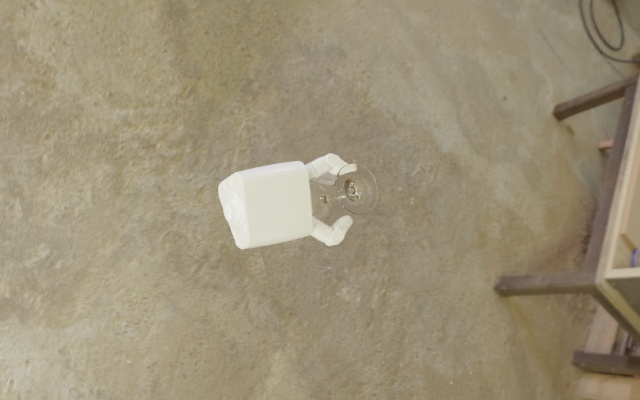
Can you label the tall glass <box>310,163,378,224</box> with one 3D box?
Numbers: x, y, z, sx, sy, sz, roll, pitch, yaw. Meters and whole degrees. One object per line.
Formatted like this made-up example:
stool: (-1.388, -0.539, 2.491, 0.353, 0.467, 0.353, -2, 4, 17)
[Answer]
tall glass: (0.001, 0.002, 0.759, 0.079, 0.079, 0.201, 0, -11, -32)
